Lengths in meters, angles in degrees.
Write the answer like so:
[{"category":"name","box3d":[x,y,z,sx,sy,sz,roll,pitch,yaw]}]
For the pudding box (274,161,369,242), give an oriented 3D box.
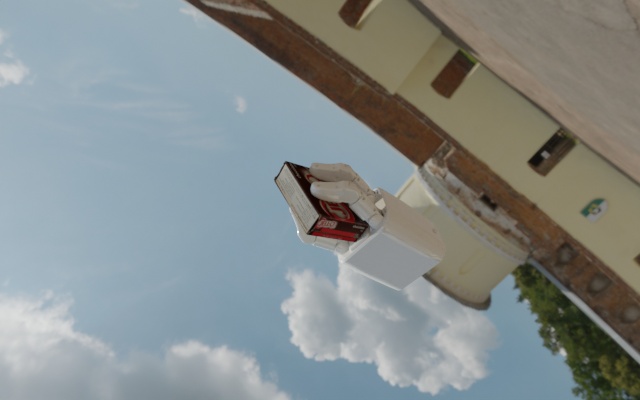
[{"category":"pudding box","box3d":[0.000,0.002,0.634,0.090,0.039,0.113,14,30,-43]}]
